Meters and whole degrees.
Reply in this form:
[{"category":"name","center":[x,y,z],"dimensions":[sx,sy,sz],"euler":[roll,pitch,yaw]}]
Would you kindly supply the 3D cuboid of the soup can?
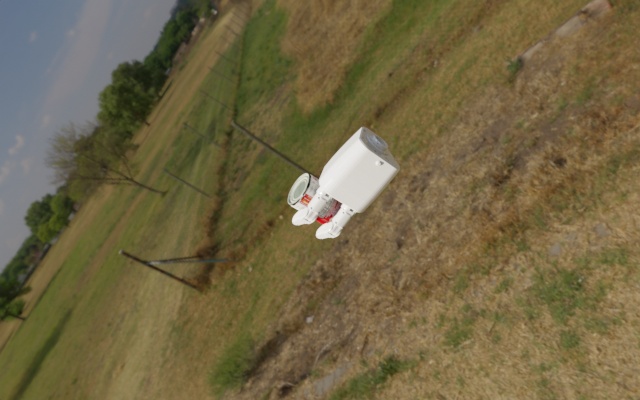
[{"category":"soup can","center":[0.000,0.003,0.871],"dimensions":[0.102,0.068,0.068],"euler":[31,-14,-24]}]
